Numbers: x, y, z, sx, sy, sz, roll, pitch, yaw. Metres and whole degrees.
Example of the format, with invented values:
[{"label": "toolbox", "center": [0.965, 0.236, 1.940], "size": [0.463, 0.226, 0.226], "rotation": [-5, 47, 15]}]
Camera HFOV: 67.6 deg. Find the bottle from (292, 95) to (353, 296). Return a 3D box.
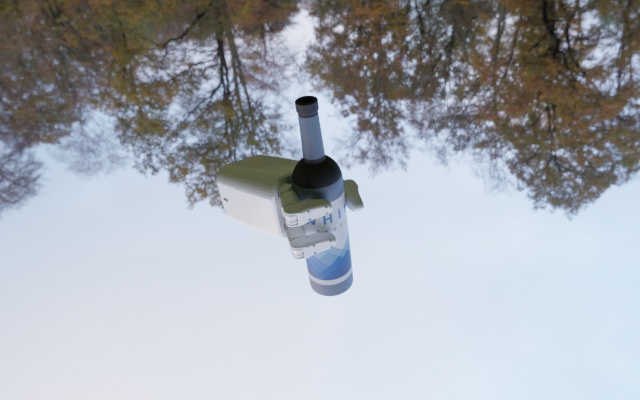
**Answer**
[{"label": "bottle", "center": [0.000, 0.002, 0.641], "size": [0.069, 0.296, 0.069], "rotation": [-5, 35, 4]}]
